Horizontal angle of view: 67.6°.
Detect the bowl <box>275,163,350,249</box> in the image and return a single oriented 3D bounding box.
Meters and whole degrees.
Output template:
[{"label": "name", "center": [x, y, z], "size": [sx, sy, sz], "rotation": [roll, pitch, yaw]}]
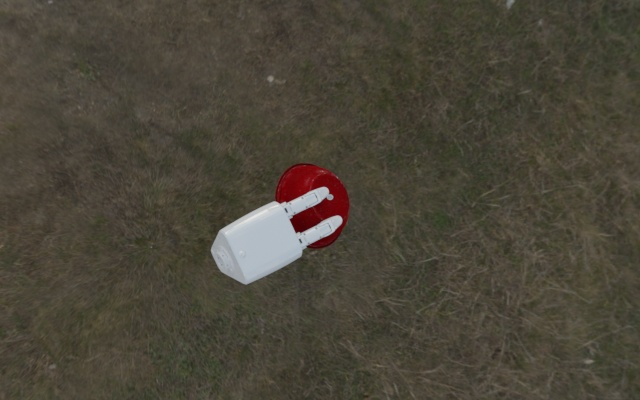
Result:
[{"label": "bowl", "center": [0.001, 0.002, 0.856], "size": [0.162, 0.162, 0.055], "rotation": [0, -14, -40]}]
